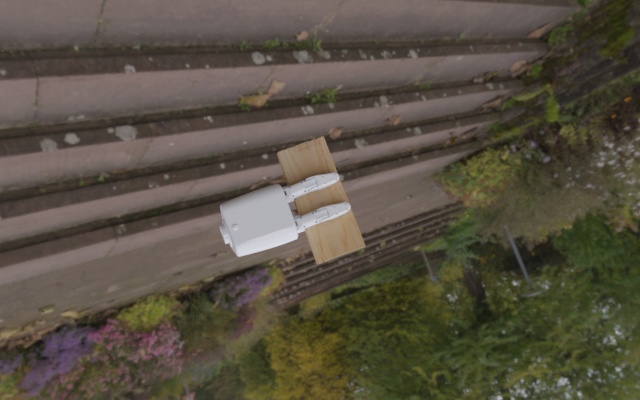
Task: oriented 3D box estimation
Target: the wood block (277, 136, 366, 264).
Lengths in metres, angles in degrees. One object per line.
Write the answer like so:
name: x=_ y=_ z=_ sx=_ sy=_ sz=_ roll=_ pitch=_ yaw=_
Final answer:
wood block: x=0.000 y=0.003 z=0.861 sx=0.090 sy=0.206 sz=0.091 roll=-20 pitch=-7 yaw=-4
